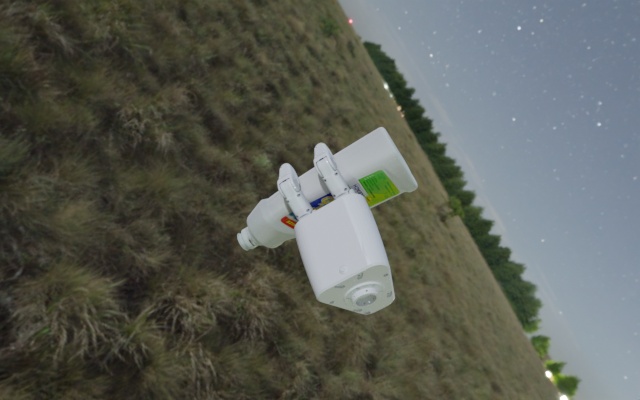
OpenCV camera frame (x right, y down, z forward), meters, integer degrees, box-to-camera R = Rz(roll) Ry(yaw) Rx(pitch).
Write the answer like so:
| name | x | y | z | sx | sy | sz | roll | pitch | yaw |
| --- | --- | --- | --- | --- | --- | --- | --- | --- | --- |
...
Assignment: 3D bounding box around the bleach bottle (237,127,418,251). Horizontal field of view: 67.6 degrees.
| name | x | y | z | sx | sy | sz | roll | pitch | yaw |
| --- | --- | --- | --- | --- | --- | --- | --- | --- | --- |
| bleach bottle | 0.000 | 0.002 | 0.657 | 0.251 | 0.068 | 0.103 | -30 | -40 | 13 |
